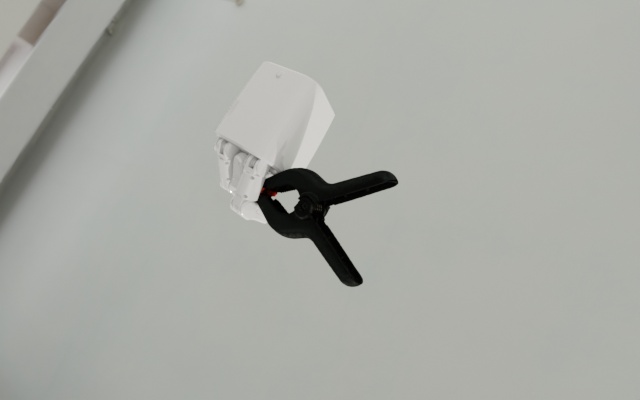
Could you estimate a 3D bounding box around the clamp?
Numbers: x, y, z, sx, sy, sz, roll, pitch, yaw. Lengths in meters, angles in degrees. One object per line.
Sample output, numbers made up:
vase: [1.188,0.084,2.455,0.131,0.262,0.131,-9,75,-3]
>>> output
clamp: [0.000,0.002,0.513,0.171,0.120,0.039,29,-2,30]
